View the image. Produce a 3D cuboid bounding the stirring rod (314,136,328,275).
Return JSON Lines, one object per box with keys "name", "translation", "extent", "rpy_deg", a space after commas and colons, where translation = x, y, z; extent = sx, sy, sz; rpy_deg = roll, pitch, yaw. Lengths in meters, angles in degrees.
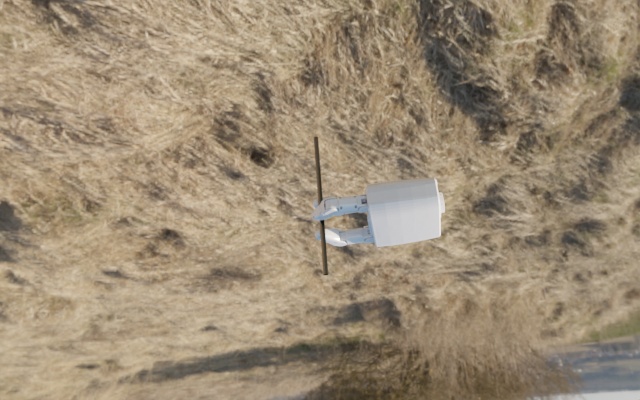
{"name": "stirring rod", "translation": [0.000, 0.002, 0.774], "extent": [0.011, 0.239, 0.011], "rpy_deg": [-4, -23, -1]}
